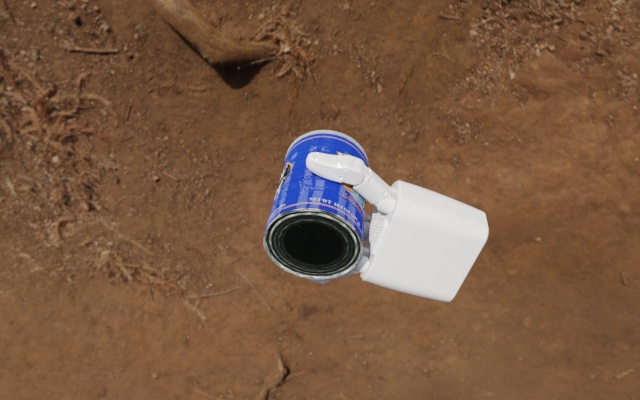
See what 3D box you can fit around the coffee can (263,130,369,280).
[{"bbox_3d":[0.000,0.002,0.535,0.103,0.103,0.140,0,41,9],"label":"coffee can"}]
